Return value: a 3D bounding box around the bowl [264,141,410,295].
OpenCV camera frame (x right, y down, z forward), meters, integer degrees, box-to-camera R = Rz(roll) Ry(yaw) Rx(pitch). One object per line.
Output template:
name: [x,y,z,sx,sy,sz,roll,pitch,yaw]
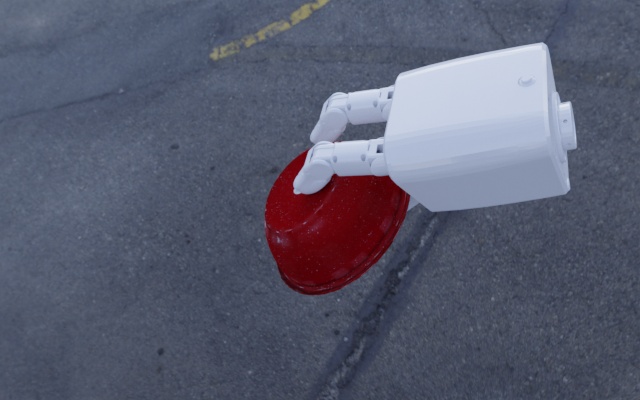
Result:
bowl: [-0.001,0.002,0.438,0.055,0.162,0.162,38,-23,-34]
